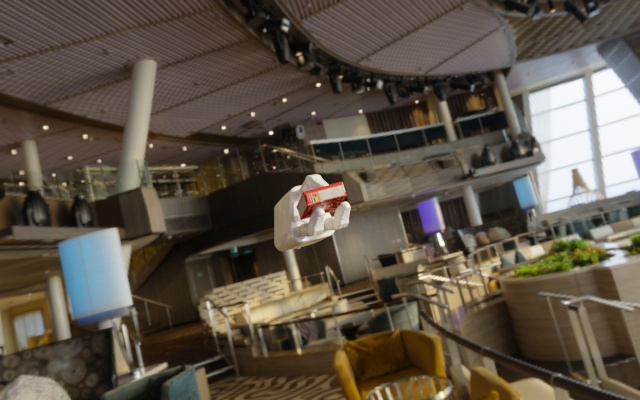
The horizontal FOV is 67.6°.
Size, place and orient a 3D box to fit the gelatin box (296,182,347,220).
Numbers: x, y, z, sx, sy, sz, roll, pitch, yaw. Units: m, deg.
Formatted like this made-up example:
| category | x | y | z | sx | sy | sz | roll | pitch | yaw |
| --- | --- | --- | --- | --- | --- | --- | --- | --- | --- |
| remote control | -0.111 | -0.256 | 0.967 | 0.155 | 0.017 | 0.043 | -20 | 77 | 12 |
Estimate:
| category | x | y | z | sx | sy | sz | roll | pitch | yaw |
| --- | --- | --- | --- | --- | --- | --- | --- | --- | --- |
| gelatin box | 0.000 | 0.002 | 0.851 | 0.073 | 0.030 | 0.089 | -14 | -16 | -16 |
